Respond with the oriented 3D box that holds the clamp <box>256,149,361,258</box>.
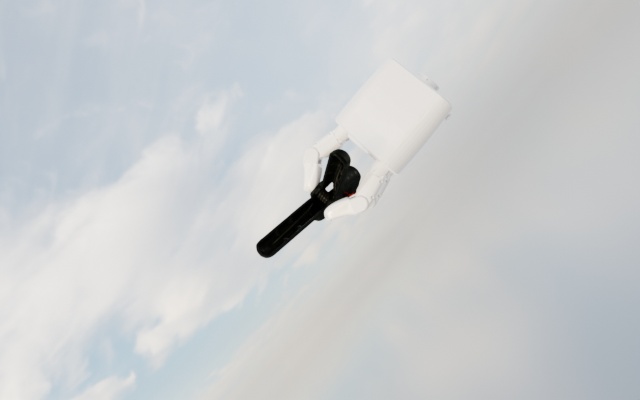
[{"bbox_3d":[0.000,0.001,0.637,0.036,0.164,0.210,44,13,9],"label":"clamp"}]
